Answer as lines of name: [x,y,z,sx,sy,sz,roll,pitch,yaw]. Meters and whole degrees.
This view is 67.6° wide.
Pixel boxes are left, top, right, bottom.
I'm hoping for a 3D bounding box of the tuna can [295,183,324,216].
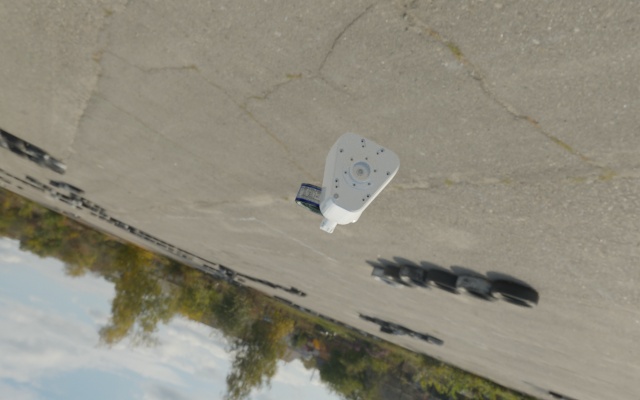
tuna can: [0.000,0.003,0.821,0.086,0.033,0.086,22,-8,3]
